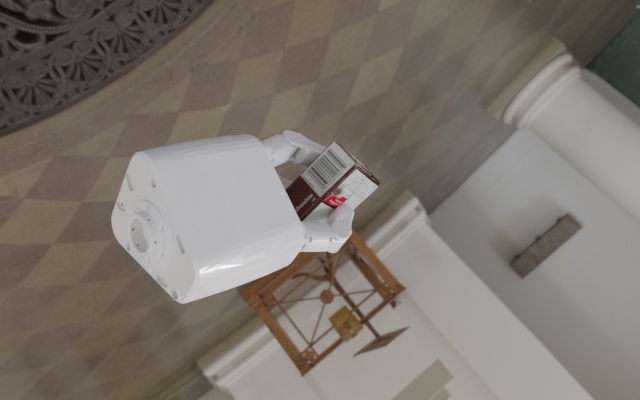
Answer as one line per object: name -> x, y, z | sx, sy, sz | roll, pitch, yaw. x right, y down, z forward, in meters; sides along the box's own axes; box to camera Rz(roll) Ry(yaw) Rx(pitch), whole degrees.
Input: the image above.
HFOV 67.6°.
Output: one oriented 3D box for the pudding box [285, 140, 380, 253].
pudding box -> 0.000, 0.002, 0.483 | 0.113, 0.039, 0.090 | -43, -21, 9
